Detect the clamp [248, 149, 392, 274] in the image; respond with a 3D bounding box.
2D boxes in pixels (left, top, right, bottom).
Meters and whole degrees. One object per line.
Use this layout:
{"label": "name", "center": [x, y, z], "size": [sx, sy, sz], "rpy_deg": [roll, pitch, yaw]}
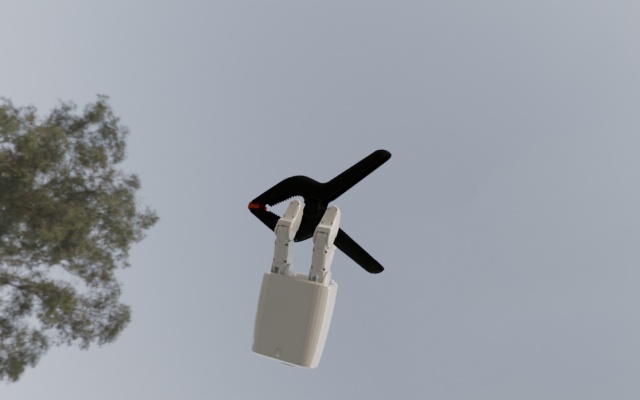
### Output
{"label": "clamp", "center": [0.000, 0.002, 0.660], "size": [0.210, 0.164, 0.036], "rpy_deg": [8, -9, 23]}
